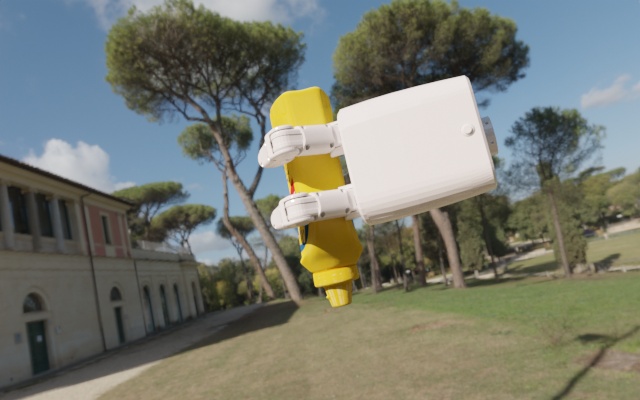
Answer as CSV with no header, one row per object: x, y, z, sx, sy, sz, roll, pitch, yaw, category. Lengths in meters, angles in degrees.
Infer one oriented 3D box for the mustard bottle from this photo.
0.000,0.001,0.441,0.058,0.191,0.096,-12,-8,-9,mustard bottle
